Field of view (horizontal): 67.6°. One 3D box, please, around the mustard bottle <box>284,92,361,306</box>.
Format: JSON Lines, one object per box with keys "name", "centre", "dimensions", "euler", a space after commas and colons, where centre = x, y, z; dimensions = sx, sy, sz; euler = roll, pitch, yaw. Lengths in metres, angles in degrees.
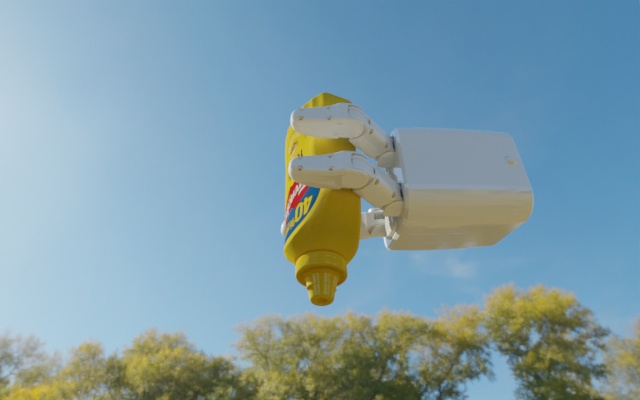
{"name": "mustard bottle", "centre": [0.000, 0.001, 0.418], "dimensions": [0.058, 0.191, 0.096], "euler": [16, -42, -21]}
